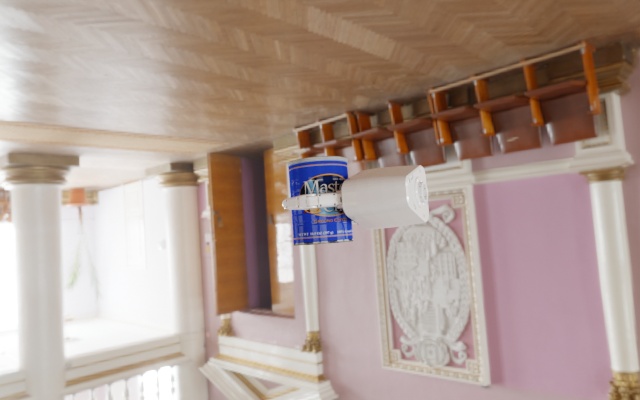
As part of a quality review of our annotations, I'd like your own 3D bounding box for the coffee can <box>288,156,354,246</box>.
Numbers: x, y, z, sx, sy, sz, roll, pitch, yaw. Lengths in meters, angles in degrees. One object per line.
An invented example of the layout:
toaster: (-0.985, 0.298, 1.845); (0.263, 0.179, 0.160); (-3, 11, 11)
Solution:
coffee can: (0.000, 0.003, 0.809); (0.103, 0.140, 0.103); (-4, -4, 0)
